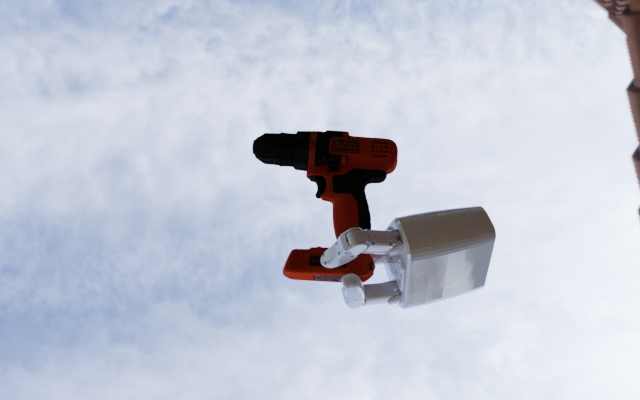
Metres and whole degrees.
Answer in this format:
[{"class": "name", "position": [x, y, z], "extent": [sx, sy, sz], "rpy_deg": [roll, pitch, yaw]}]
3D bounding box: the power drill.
[{"class": "power drill", "position": [0.000, 0.002, 0.582], "extent": [0.184, 0.187, 0.057], "rpy_deg": [3, -18, 4]}]
